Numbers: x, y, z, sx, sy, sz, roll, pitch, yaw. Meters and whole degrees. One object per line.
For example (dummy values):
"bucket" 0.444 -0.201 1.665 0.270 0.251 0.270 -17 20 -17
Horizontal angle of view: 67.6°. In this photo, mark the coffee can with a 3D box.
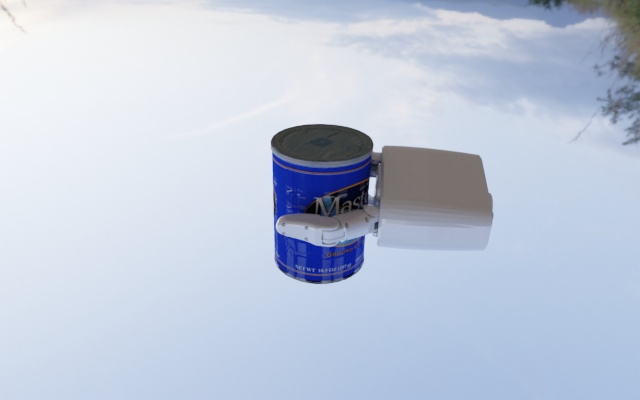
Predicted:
"coffee can" 0.000 0.002 0.507 0.103 0.140 0.102 1 28 -1
